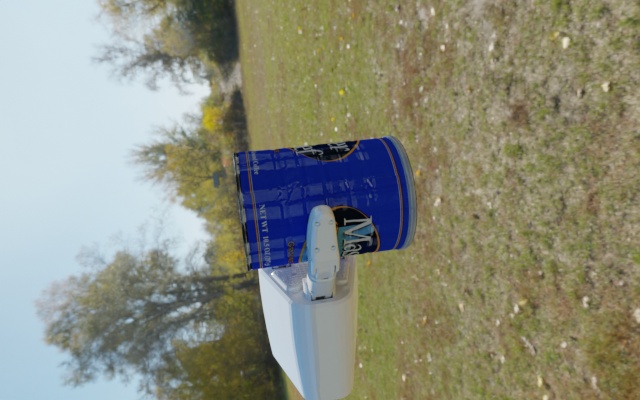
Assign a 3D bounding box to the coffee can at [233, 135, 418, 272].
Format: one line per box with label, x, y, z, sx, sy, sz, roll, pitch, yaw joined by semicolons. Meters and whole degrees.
coffee can;0.000;0.001;0.418;0.140;0.103;0.103;-7;1;-9
